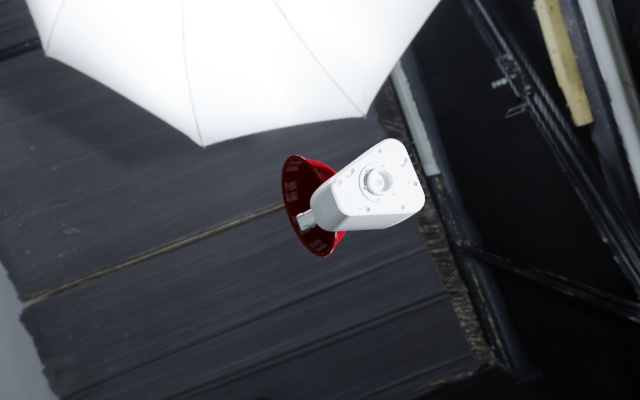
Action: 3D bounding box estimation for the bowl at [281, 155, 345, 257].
[{"bbox_3d":[0.000,0.002,0.740,0.055,0.162,0.162,-19,9,-27],"label":"bowl"}]
